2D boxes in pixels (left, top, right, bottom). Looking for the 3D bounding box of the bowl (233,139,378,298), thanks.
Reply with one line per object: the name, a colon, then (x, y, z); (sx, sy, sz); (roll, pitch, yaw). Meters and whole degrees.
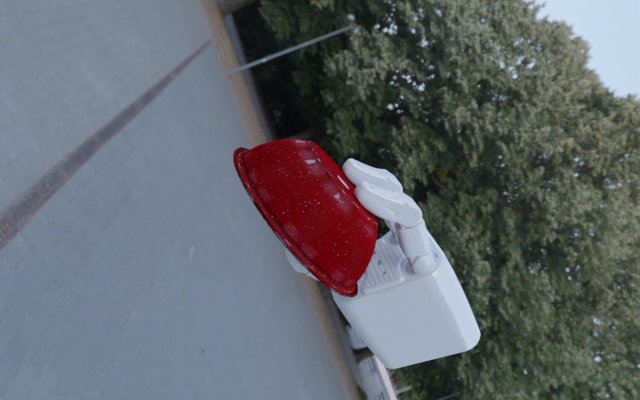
bowl: (0.000, 0.000, 0.408); (0.055, 0.162, 0.162); (-39, -8, 10)
